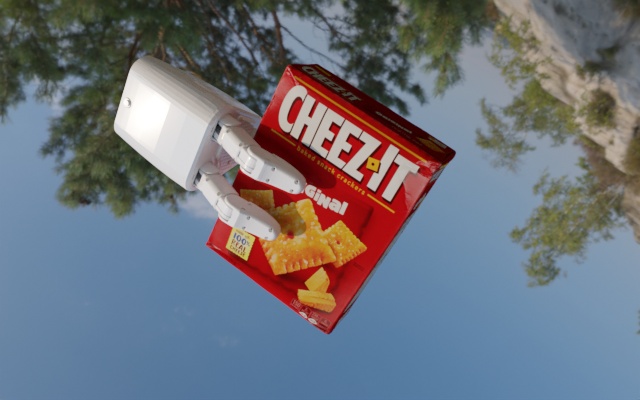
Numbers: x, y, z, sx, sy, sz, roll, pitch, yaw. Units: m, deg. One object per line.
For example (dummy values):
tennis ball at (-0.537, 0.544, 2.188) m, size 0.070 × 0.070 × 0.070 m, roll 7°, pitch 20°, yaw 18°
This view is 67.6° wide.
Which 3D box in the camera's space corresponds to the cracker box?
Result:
cracker box at (0.000, 0.002, 0.469) m, size 0.164 × 0.214 × 0.072 m, roll 35°, pitch 26°, yaw 12°
